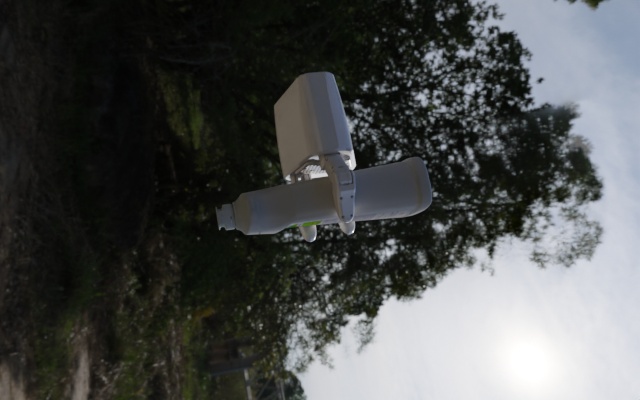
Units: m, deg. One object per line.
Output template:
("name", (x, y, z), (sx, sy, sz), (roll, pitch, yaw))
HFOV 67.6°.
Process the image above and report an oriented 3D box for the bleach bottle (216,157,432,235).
("bleach bottle", (0.000, 0.002, 0.586), (0.251, 0.068, 0.102), (-8, -11, -13))
